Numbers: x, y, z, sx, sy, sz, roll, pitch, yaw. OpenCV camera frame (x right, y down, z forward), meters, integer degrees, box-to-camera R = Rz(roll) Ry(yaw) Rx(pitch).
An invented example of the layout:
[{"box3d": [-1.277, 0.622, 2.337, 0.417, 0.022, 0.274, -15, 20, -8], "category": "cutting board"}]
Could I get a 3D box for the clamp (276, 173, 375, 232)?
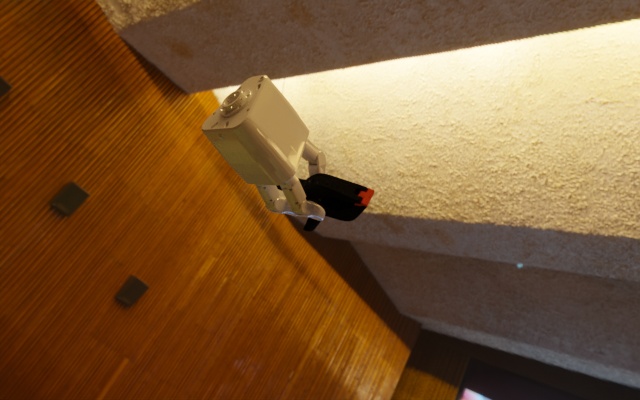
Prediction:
[{"box3d": [0.001, 0.002, 0.728, 0.210, 0.036, 0.165, 5, -33, 42], "category": "clamp"}]
